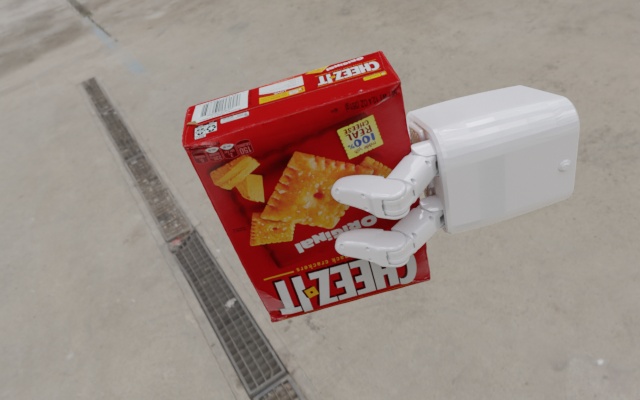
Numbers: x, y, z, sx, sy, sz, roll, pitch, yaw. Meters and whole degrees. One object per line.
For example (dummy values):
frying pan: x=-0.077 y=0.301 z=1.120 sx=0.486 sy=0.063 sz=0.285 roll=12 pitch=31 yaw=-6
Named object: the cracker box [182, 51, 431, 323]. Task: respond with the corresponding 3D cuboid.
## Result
cracker box: x=0.000 y=0.001 z=0.417 sx=0.164 sy=0.214 sz=0.072 roll=-15 pitch=37 yaw=3
